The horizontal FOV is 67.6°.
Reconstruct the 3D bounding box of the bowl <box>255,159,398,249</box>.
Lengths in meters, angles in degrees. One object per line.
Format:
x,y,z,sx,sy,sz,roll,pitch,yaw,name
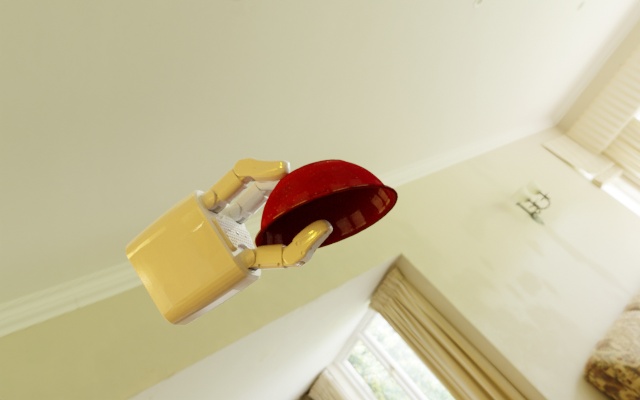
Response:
0.001,0.001,0.523,0.162,0.055,0.162,-17,-22,-7,bowl
